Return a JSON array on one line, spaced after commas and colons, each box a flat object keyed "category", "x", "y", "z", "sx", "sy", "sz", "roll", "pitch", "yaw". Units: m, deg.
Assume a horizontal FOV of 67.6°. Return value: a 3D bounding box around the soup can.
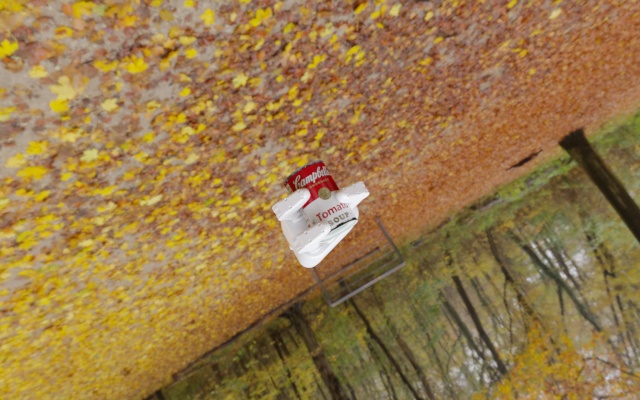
[{"category": "soup can", "x": 0.000, "y": 0.002, "z": 0.689, "sx": 0.068, "sy": 0.102, "sz": 0.068, "roll": -29, "pitch": -13, "yaw": -7}]
